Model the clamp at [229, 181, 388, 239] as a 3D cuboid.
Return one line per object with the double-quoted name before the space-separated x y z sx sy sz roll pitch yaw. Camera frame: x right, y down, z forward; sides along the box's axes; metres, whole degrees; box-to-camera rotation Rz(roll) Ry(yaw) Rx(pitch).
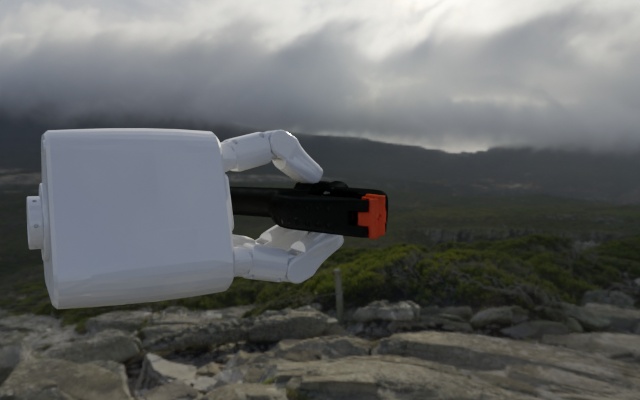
"clamp" 0.000 0.001 0.410 0.164 0.036 0.210 -5 7 -33
